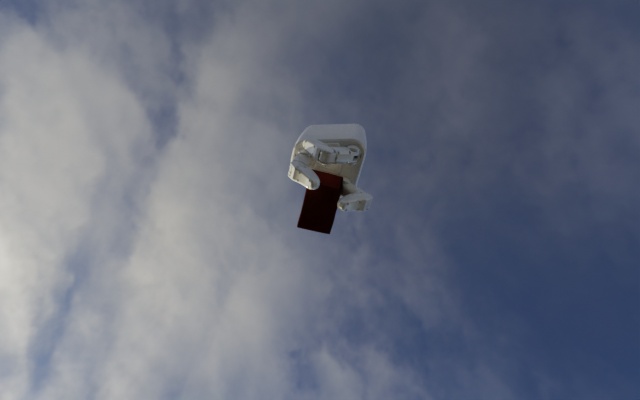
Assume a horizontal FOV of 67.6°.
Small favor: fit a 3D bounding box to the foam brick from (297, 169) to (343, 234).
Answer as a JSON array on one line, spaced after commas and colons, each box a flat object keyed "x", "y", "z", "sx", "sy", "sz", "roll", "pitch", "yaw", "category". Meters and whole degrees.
[{"x": 0.000, "y": 0.003, "z": 0.722, "sx": 0.053, "sy": 0.078, "sz": 0.051, "roll": 14, "pitch": 25, "yaw": -1, "category": "foam brick"}]
